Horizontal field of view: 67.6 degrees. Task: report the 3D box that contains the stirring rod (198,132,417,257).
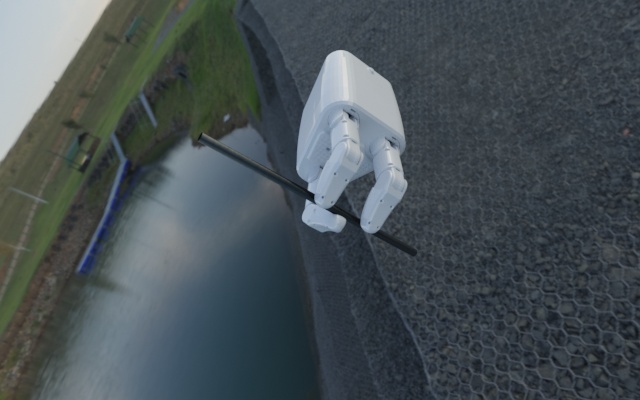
[{"bbox_3d":[0.000,0.001,0.429,0.239,0.011,0.011,29,-14,-26],"label":"stirring rod"}]
